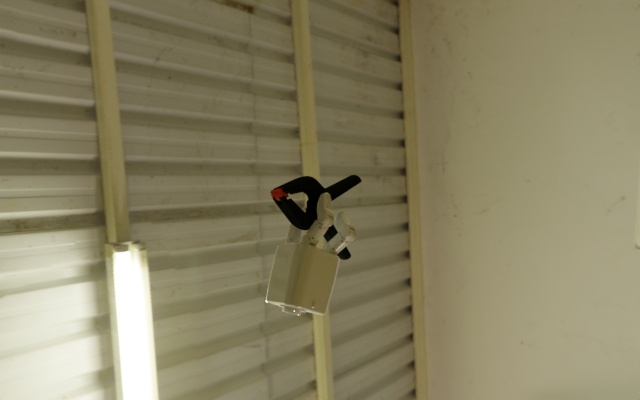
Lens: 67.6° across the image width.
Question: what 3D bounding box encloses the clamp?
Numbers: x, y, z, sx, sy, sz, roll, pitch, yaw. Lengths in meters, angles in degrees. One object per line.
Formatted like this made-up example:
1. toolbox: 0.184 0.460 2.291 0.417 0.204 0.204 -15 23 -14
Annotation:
1. clamp: -0.001 0.003 0.859 0.036 0.164 0.210 -3 -22 44
